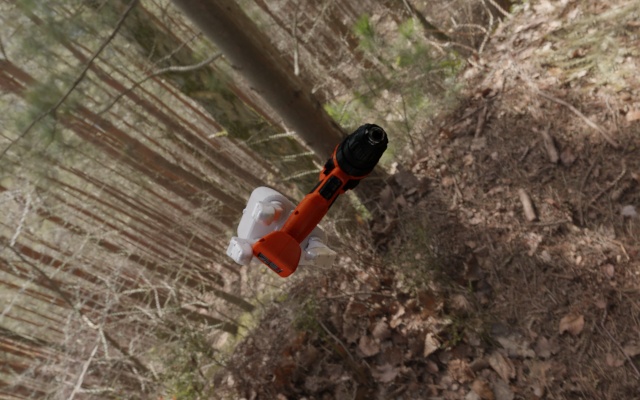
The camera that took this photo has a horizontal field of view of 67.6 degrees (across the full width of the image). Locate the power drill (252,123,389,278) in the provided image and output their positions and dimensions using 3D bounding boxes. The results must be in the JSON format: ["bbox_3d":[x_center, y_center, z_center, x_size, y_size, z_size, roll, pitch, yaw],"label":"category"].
[{"bbox_3d":[0.000,0.002,0.574,0.057,0.187,0.184,40,-19,1],"label":"power drill"}]
